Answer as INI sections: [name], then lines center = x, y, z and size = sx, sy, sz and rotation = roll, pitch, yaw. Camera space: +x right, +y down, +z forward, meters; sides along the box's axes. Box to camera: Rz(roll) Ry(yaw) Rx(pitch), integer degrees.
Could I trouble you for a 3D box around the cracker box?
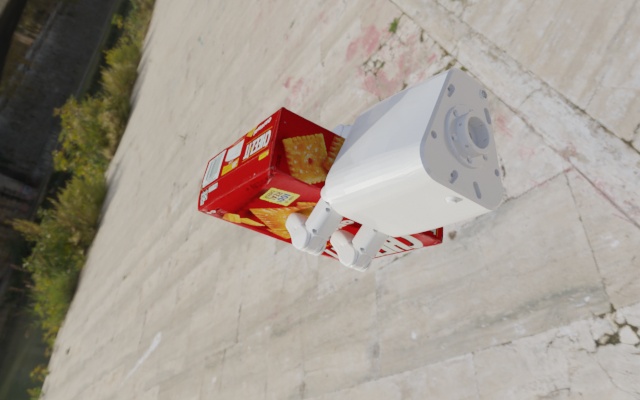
[cracker box]
center = 0.000, 0.001, 0.510
size = 0.214, 0.072, 0.164
rotation = 24, -27, -30
